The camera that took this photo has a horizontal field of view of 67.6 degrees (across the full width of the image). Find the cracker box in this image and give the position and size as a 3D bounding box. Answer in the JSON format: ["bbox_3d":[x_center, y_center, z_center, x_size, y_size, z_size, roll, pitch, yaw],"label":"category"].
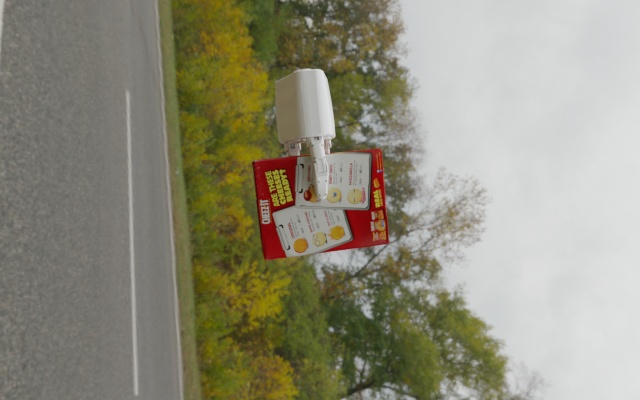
[{"bbox_3d":[0.000,0.003,0.806,0.213,0.164,0.072,-6,5,-11],"label":"cracker box"}]
